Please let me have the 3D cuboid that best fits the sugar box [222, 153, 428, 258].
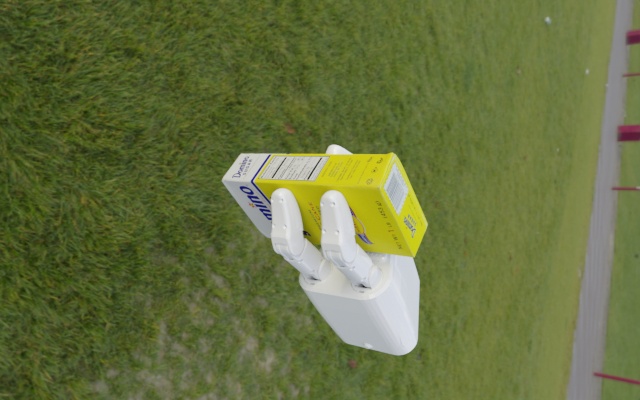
[{"bbox_3d":[0.000,0.002,0.444,0.176,0.048,0.093,1,-42,35],"label":"sugar box"}]
